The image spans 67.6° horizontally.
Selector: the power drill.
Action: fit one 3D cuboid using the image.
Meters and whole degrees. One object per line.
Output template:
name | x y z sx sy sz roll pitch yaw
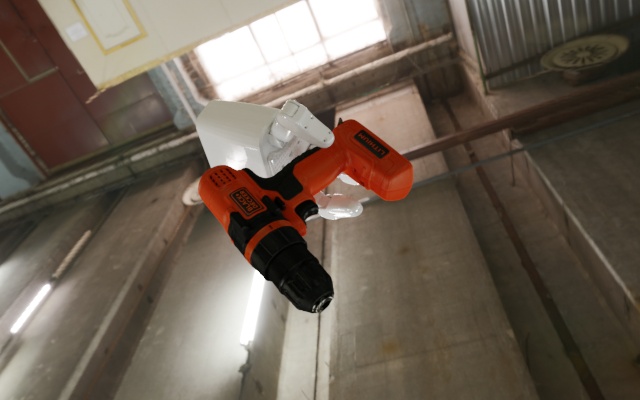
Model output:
power drill | 0.000 0.001 0.467 0.187 0.057 0.184 -29 57 -27
